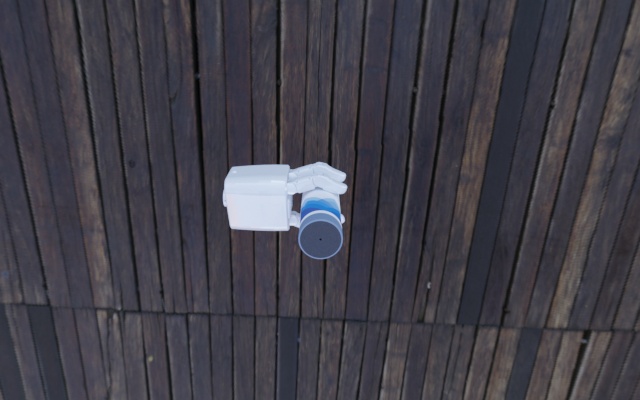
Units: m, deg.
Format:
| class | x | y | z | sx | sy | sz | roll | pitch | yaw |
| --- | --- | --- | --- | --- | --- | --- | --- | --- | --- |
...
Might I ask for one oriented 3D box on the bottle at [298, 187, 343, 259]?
| class | x | y | z | sx | sy | sz | roll | pitch | yaw |
| --- | --- | --- | --- | --- | --- | --- | --- | --- | --- |
| bottle | 0.000 | 0.003 | 0.844 | 0.069 | 0.069 | 0.295 | 0 | 22 | 0 |
